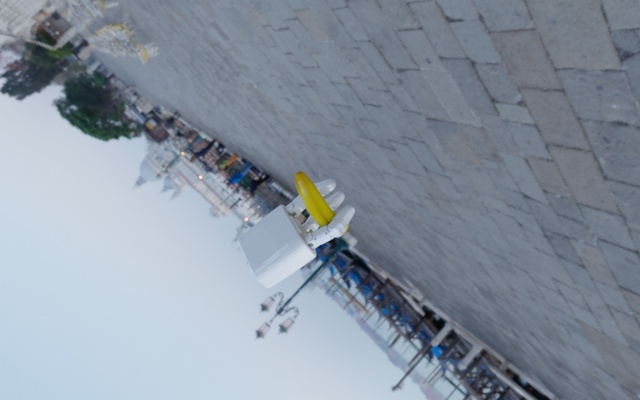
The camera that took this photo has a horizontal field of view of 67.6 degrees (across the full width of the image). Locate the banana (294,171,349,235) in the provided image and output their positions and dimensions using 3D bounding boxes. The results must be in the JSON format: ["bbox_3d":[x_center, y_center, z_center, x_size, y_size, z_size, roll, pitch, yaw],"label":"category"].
[{"bbox_3d":[0.007,0.019,0.840,0.037,0.069,0.198,-27,-33,13],"label":"banana"}]
